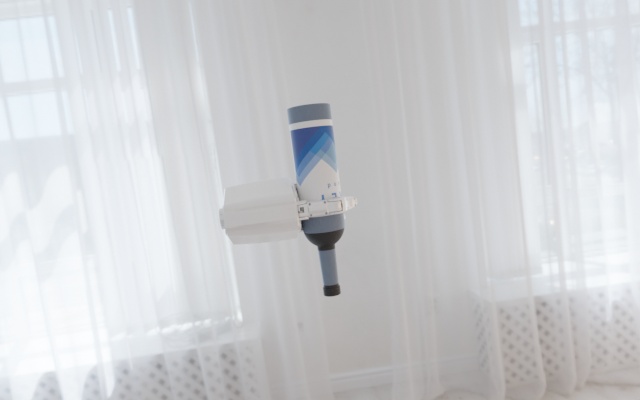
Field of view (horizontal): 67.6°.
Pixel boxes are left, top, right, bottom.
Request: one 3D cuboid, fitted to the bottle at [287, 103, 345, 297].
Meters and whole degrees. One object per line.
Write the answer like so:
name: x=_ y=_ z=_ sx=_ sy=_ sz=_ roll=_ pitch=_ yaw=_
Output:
bottle: x=0.000 y=0.002 z=0.741 sx=0.069 sy=0.296 sz=0.069 roll=-7 pitch=5 yaw=1
